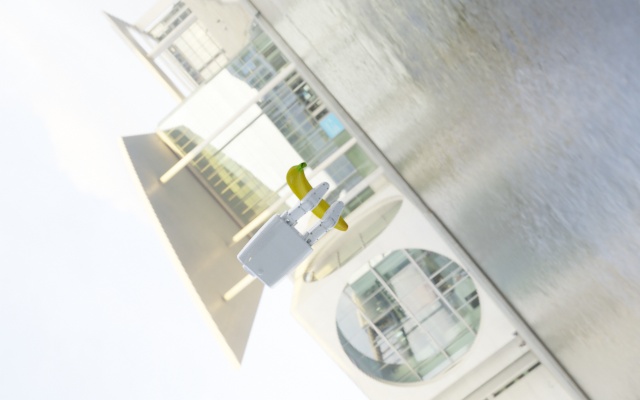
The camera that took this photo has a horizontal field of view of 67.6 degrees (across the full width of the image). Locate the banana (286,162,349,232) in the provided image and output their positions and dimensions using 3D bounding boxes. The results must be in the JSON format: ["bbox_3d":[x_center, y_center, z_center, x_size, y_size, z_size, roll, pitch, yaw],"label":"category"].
[{"bbox_3d":[-0.014,-0.005,0.896,0.069,0.037,0.198,24,-21,44],"label":"banana"}]
